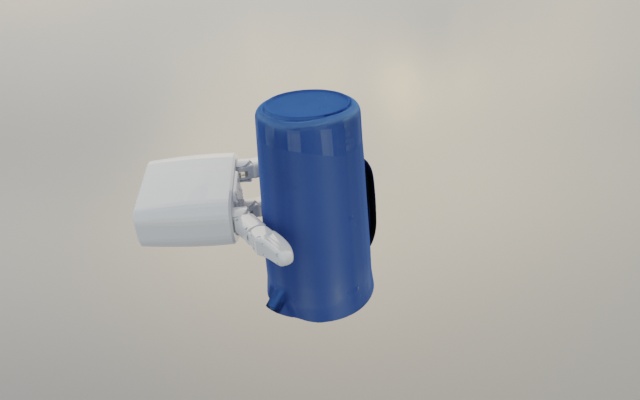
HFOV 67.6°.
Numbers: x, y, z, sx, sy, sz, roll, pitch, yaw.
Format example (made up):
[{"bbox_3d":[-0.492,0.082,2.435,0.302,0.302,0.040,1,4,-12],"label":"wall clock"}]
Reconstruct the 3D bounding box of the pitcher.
[{"bbox_3d":[0.000,0.002,0.546,0.145,0.243,0.149,-3,30,0],"label":"pitcher"}]
